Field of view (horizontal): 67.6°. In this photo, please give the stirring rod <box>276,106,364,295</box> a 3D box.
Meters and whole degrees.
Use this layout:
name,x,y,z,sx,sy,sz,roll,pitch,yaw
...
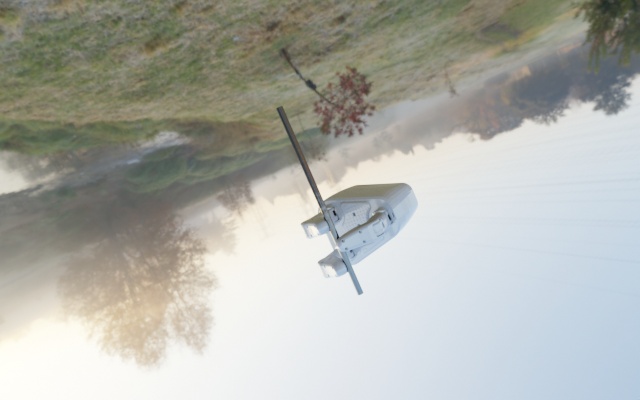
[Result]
name,x,y,z,sx,sy,sz,roll,pitch,yaw
stirring rod,0.000,0.002,0.563,0.011,0.239,0.011,-23,4,2
